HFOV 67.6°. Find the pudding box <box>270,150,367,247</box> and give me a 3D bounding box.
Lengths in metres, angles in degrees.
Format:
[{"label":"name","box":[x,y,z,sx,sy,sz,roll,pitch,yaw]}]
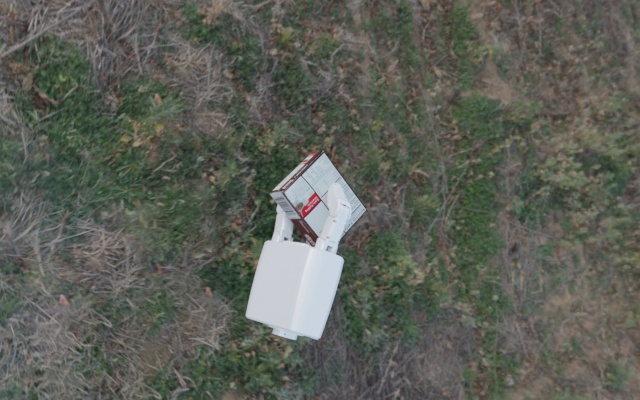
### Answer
[{"label":"pudding box","box":[0.000,0.002,0.658,0.090,0.113,0.039,-47,22,-25]}]
